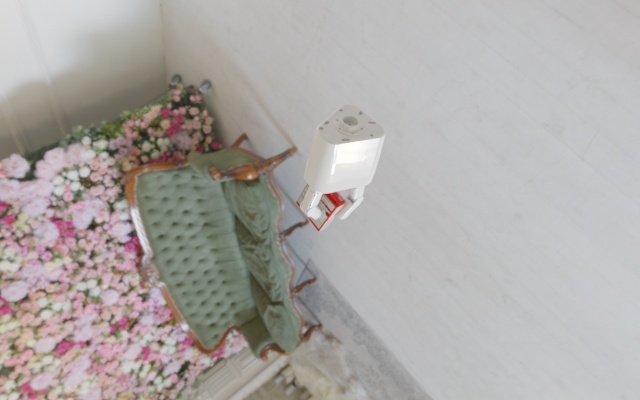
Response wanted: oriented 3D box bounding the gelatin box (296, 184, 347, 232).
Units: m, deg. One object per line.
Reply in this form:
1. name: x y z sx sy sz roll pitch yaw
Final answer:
1. gelatin box: 0.000 0.003 0.870 0.030 0.073 0.089 -28 -18 -37
